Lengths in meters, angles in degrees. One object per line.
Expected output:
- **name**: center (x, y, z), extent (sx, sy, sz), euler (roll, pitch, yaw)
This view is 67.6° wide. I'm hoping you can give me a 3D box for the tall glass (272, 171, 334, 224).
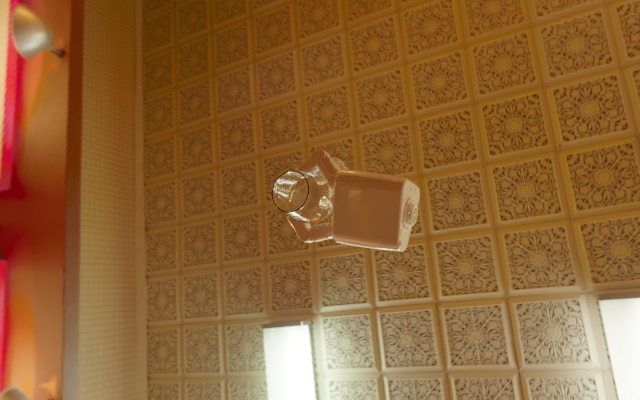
- **tall glass**: center (0.000, 0.003, 0.768), extent (0.079, 0.079, 0.201), euler (0, -9, 27)
